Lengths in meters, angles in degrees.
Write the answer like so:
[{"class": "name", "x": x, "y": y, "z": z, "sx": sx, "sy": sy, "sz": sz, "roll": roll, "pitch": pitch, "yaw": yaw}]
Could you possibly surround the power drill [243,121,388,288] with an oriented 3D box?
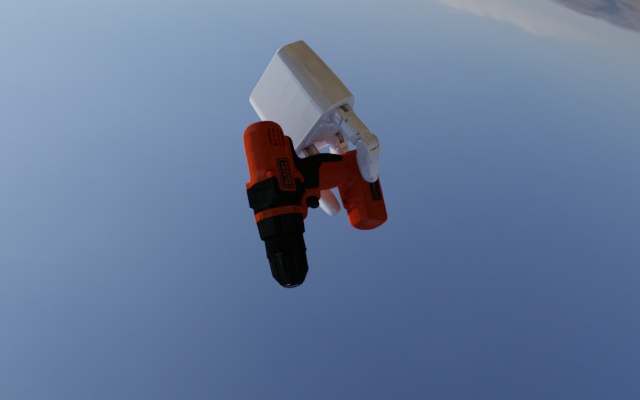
[{"class": "power drill", "x": 0.000, "y": 0.002, "z": 0.564, "sx": 0.057, "sy": 0.184, "sz": 0.187, "roll": -20, "pitch": -13, "yaw": 41}]
